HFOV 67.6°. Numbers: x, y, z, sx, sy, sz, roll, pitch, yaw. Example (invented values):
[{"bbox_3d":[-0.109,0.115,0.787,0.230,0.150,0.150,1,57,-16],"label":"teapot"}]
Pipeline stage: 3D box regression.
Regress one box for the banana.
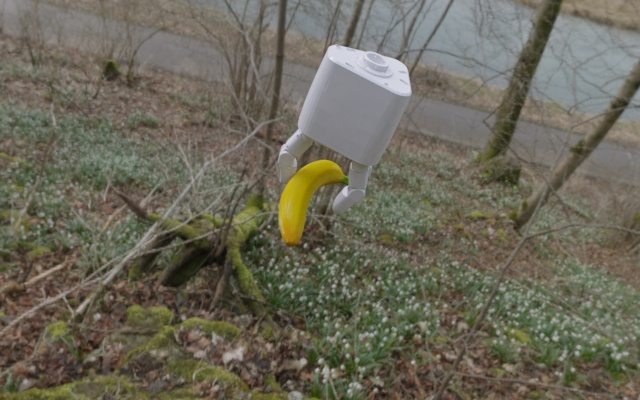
[{"bbox_3d":[-0.013,-0.011,0.653,0.069,0.037,0.197,38,39,7],"label":"banana"}]
